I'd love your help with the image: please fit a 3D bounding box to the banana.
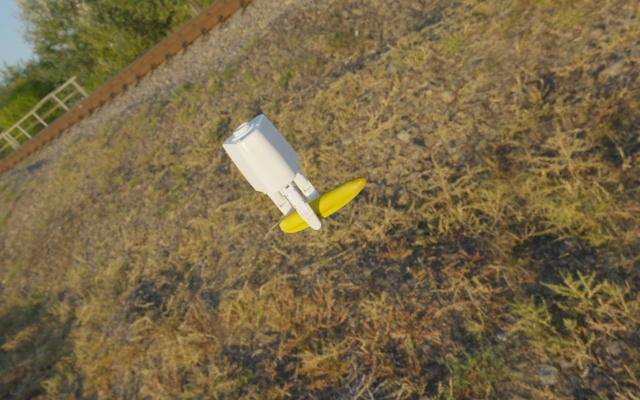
[{"bbox_3d":[-0.006,0.013,0.874,0.198,0.037,0.069,-28,18,23],"label":"banana"}]
